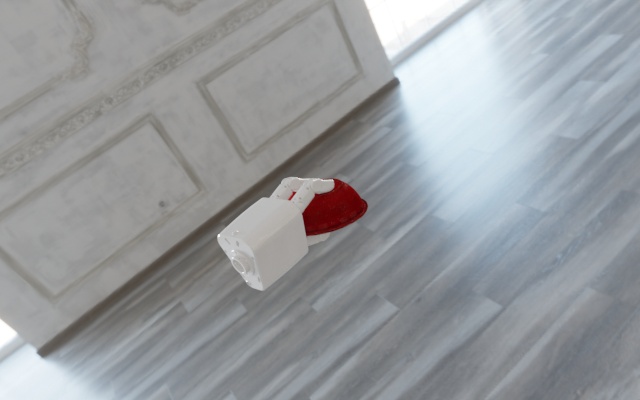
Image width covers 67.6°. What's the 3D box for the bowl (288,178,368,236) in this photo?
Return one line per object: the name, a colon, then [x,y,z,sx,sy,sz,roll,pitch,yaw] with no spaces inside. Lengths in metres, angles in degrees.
bowl: [0.001,0.002,0.848,0.162,0.055,0.162,-13,19,5]
